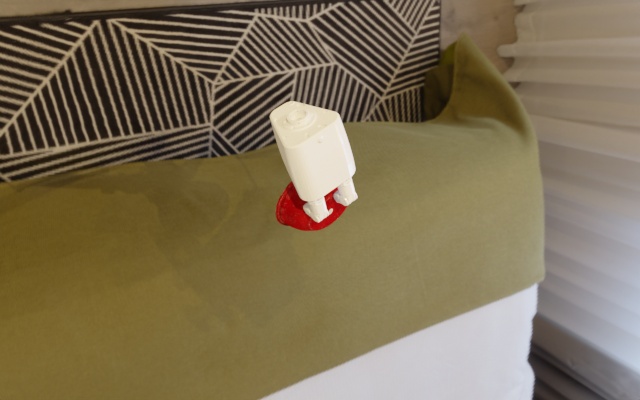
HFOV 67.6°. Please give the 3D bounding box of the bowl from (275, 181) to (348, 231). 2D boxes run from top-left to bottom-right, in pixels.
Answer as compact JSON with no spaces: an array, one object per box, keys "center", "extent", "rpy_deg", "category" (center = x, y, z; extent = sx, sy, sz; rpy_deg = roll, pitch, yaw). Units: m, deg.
[{"center":[0.001,0.004,0.858],"extent":[0.055,0.162,0.162],"rpy_deg":[47,26,27],"category":"bowl"}]
